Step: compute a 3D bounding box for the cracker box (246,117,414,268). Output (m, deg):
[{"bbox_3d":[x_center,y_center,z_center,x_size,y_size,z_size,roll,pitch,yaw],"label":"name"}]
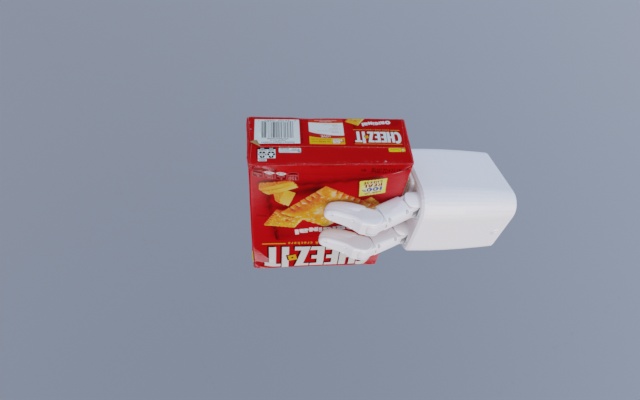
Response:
[{"bbox_3d":[0.000,0.002,0.552,0.164,0.072,0.214,0,-35,-6],"label":"cracker box"}]
